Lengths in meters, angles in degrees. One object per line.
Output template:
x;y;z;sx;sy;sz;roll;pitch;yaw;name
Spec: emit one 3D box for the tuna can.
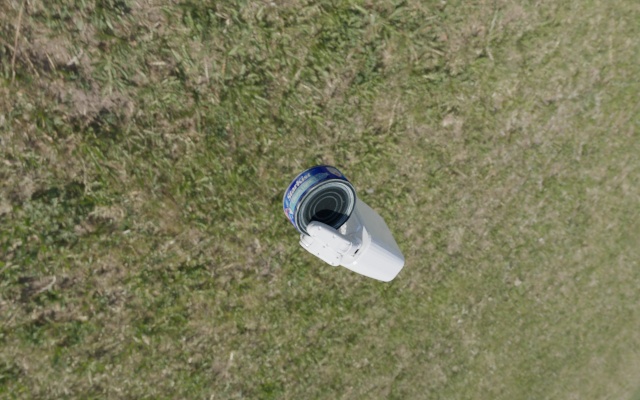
0.000;0.002;0.574;0.086;0.086;0.033;0;32;-33;tuna can
